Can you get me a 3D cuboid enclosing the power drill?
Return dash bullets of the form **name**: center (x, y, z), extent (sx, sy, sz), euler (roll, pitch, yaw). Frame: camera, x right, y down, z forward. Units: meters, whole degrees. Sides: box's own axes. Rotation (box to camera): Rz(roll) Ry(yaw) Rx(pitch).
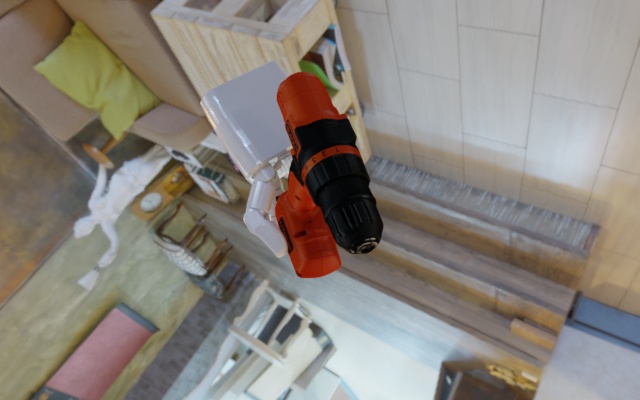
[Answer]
- **power drill**: center (0.000, 0.002, 0.458), extent (0.057, 0.184, 0.188), euler (-10, -32, -15)
